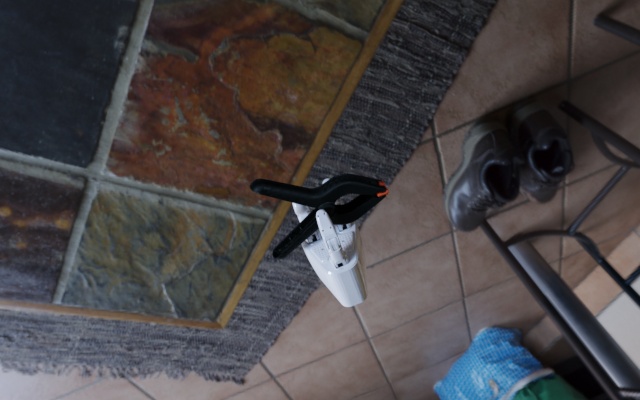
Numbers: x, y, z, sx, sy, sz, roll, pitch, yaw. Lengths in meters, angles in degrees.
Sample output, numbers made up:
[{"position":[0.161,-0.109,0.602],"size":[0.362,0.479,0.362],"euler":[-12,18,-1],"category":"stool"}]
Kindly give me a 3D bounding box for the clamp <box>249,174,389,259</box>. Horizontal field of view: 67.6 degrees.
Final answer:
[{"position":[0.001,0.003,0.733],"size":[0.210,0.165,0.036],"euler":[-21,44,0],"category":"clamp"}]
